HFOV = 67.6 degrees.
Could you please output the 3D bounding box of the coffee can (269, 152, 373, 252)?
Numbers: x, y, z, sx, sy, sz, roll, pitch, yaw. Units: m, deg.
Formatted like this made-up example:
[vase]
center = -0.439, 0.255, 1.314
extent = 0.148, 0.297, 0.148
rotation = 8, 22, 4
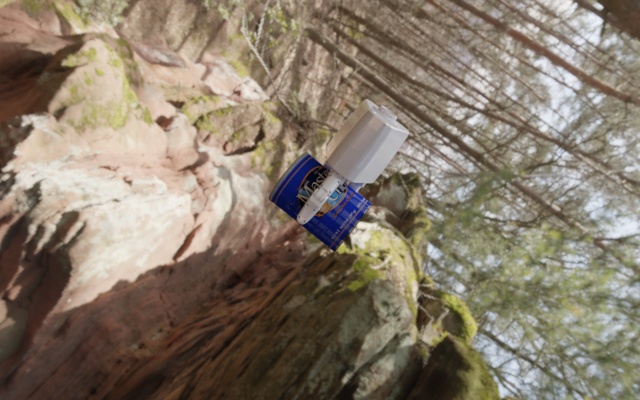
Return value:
[coffee can]
center = 0.000, 0.003, 0.790
extent = 0.140, 0.103, 0.103
rotation = 39, 3, 4
